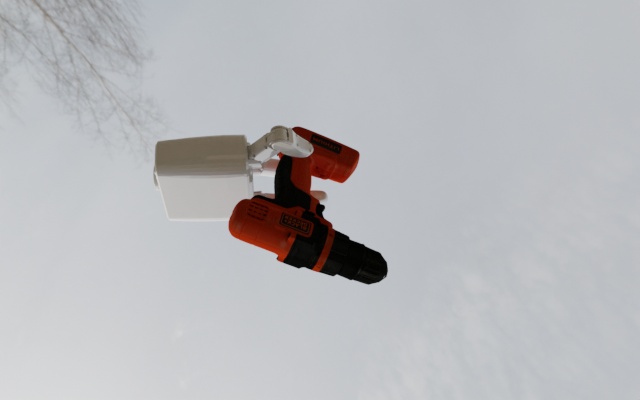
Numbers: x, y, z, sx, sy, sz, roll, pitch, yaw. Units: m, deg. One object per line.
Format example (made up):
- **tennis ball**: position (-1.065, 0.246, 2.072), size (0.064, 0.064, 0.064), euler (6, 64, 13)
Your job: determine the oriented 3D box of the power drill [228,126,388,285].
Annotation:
- **power drill**: position (0.000, 0.001, 0.573), size (0.184, 0.187, 0.057), euler (23, -48, -9)
